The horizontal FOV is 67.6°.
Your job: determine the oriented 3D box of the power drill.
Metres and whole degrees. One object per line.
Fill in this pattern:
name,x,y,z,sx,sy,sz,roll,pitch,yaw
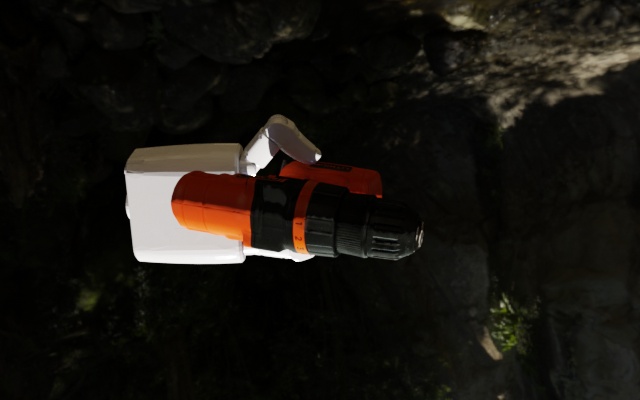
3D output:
power drill,0.000,0.001,0.403,0.184,0.057,0.187,10,8,16
